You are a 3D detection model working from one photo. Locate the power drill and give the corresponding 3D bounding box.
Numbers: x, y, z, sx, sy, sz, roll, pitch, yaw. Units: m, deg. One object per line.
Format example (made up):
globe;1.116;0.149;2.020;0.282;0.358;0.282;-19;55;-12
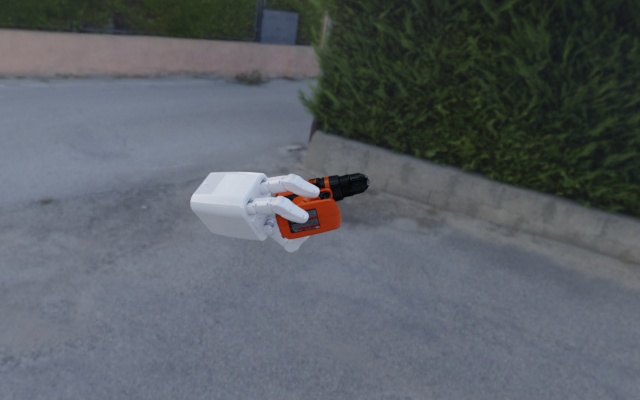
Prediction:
power drill;0.000;0.003;0.855;0.184;0.057;0.187;-14;14;7
